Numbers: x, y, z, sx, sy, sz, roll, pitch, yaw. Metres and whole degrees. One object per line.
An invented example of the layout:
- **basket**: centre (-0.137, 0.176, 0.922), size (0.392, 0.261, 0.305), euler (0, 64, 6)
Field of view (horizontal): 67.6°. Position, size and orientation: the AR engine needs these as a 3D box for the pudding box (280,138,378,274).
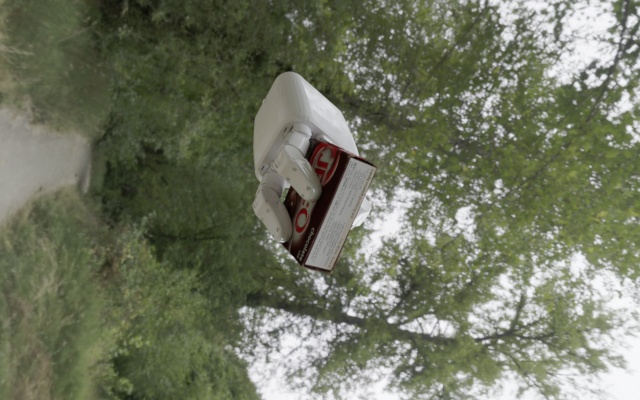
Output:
- **pudding box**: centre (0.000, 0.002, 0.466), size (0.039, 0.113, 0.090), euler (17, 9, -27)
